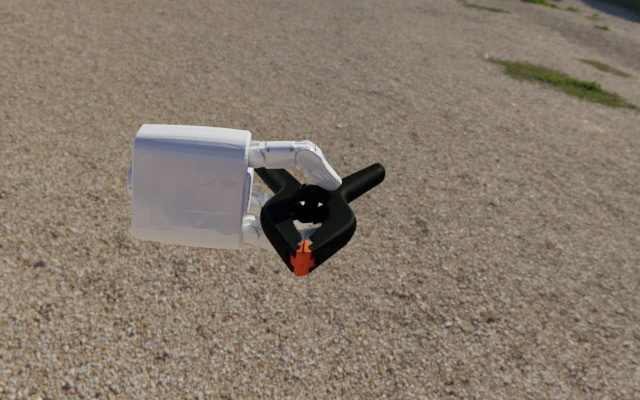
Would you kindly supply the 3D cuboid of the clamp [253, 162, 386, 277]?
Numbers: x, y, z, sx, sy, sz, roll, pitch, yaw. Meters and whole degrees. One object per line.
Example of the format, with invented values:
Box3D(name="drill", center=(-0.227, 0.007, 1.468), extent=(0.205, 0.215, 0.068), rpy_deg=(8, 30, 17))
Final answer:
Box3D(name="clamp", center=(0.000, 0.001, 0.498), extent=(0.164, 0.036, 0.209), rpy_deg=(3, 31, -6))
